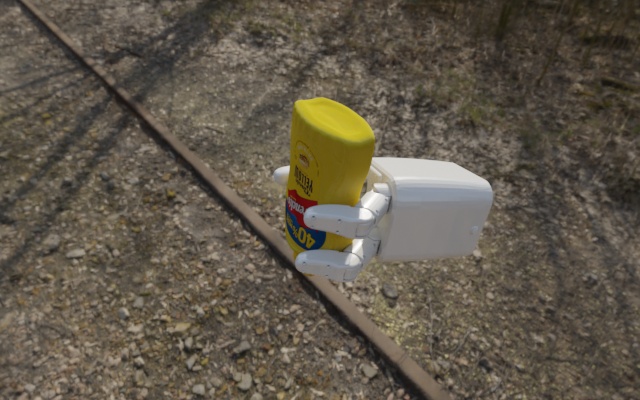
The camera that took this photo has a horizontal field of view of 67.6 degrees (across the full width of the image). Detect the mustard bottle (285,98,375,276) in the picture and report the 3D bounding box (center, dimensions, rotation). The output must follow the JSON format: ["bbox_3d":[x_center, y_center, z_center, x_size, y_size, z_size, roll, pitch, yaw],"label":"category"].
[{"bbox_3d":[0.000,0.001,0.483,0.058,0.192,0.096,-16,41,-31],"label":"mustard bottle"}]
